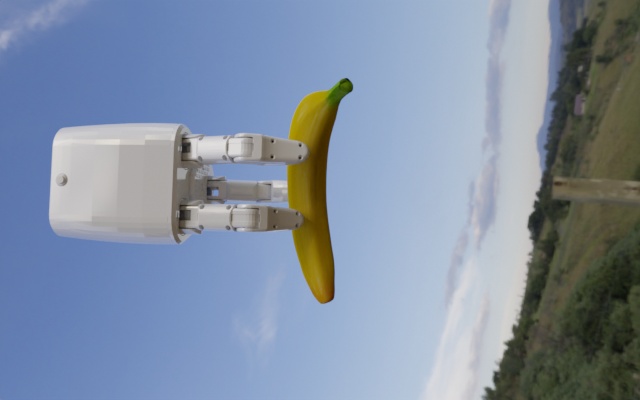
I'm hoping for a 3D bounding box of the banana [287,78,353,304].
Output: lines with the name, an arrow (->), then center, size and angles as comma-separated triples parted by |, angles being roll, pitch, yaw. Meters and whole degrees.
banana -> -0.006, -0.008, 0.417 | 0.037, 0.198, 0.069 | -6, 22, -20
